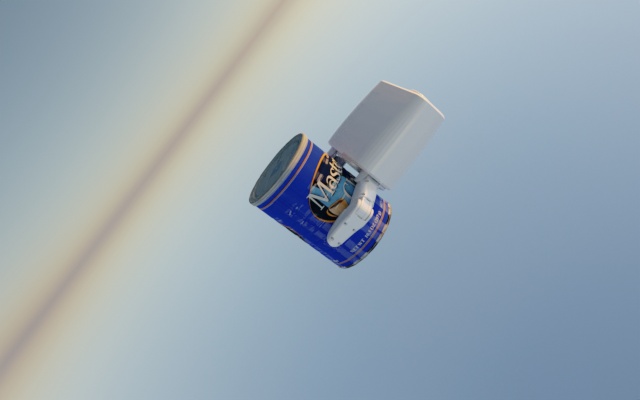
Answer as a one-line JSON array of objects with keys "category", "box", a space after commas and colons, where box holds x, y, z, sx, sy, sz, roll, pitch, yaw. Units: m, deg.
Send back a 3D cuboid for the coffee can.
[{"category": "coffee can", "box": [0.000, 0.002, 0.577, 0.140, 0.103, 0.103, 38, -13, -18]}]
